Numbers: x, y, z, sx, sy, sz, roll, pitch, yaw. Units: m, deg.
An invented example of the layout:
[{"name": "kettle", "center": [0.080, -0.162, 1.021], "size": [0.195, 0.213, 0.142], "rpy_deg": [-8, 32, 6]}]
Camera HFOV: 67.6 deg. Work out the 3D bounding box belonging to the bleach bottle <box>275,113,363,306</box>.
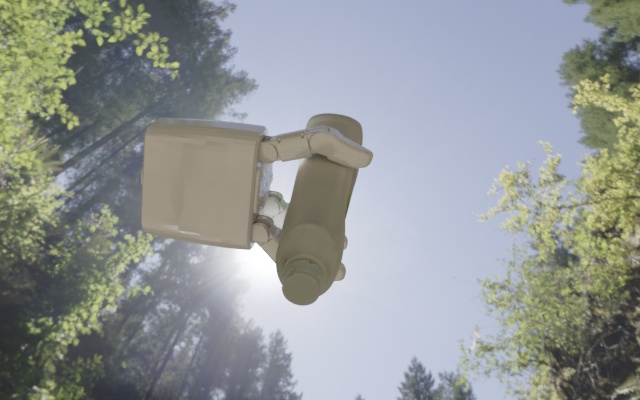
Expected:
[{"name": "bleach bottle", "center": [0.000, 0.002, 0.450], "size": [0.068, 0.103, 0.250], "rpy_deg": [7, 27, 3]}]
